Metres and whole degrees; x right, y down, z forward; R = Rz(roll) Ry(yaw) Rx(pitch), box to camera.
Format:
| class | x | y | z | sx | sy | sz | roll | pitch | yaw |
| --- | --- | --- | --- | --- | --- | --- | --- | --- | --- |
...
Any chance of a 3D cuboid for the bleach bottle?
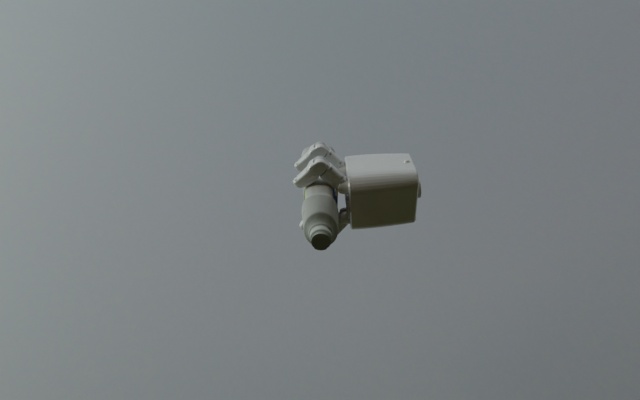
| class | x | y | z | sx | sy | sz | roll | pitch | yaw |
| --- | --- | --- | --- | --- | --- | --- | --- | --- | --- |
| bleach bottle | 0.000 | 0.002 | 0.765 | 0.068 | 0.103 | 0.250 | -5 | 29 | 2 |
